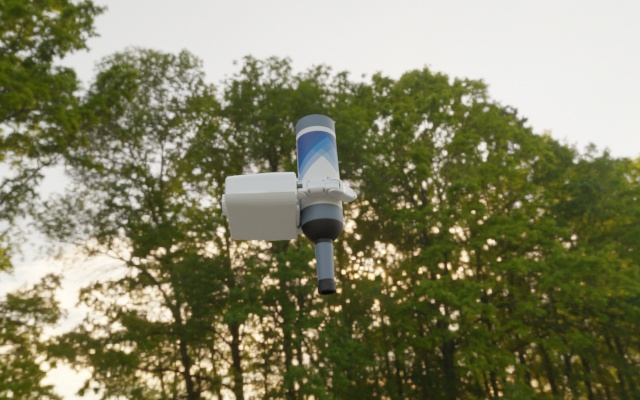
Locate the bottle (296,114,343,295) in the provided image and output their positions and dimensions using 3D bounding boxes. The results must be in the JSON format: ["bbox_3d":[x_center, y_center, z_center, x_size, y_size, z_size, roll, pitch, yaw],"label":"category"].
[{"bbox_3d":[0.000,0.002,0.757,0.069,0.295,0.069,-3,-27,-2],"label":"bottle"}]
